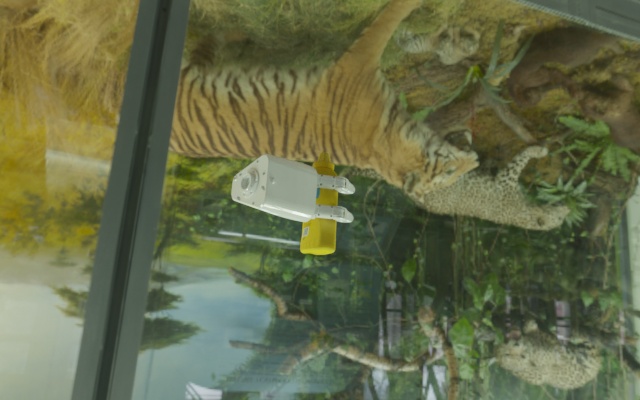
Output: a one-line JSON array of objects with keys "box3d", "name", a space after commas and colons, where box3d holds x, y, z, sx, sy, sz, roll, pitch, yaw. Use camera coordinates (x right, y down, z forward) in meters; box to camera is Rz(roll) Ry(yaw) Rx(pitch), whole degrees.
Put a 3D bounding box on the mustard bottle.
[{"box3d": [0.000, 0.003, 0.898, 0.058, 0.191, 0.096, 8, -13, -18], "name": "mustard bottle"}]
